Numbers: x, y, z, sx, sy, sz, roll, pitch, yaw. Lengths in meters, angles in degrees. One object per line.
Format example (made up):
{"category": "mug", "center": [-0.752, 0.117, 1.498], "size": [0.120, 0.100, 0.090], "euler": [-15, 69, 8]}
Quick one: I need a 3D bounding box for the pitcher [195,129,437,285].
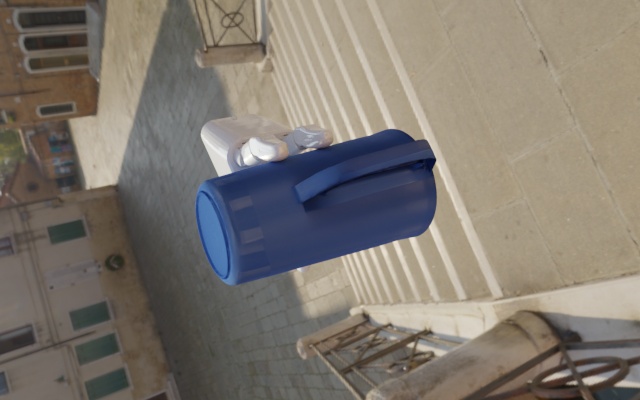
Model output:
{"category": "pitcher", "center": [0.000, 0.002, 0.513], "size": [0.243, 0.149, 0.145], "euler": [-15, 31, -28]}
